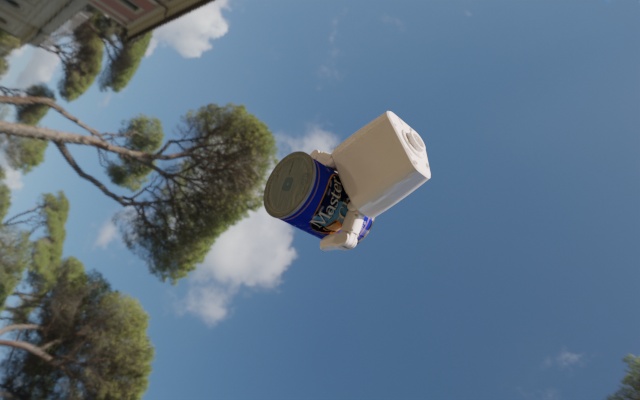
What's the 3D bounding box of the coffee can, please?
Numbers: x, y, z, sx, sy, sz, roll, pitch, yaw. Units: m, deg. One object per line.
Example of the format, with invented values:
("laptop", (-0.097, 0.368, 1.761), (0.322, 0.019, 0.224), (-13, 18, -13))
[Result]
("coffee can", (0.000, 0.002, 0.718), (0.140, 0.102, 0.103), (29, -19, -39))
